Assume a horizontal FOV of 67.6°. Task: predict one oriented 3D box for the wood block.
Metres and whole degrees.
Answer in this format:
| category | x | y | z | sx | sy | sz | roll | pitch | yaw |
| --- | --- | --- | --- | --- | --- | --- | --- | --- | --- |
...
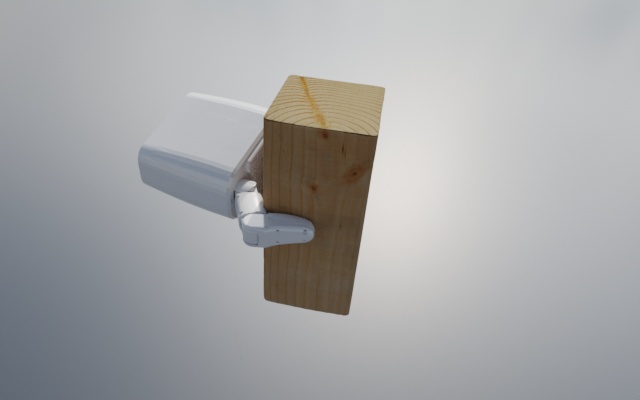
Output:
| category | x | y | z | sx | sy | sz | roll | pitch | yaw |
| --- | --- | --- | --- | --- | --- | --- | --- | --- | --- |
| wood block | 0.000 | 0.001 | 0.450 | 0.090 | 0.206 | 0.090 | 10 | 38 | 6 |
